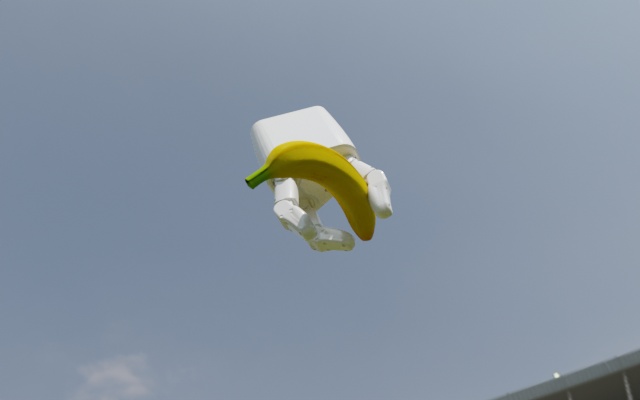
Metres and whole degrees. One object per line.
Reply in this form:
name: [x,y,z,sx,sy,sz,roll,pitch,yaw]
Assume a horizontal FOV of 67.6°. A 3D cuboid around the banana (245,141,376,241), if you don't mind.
banana: [0.009,-0.014,0.498,0.198,0.069,0.037,28,15,-44]
